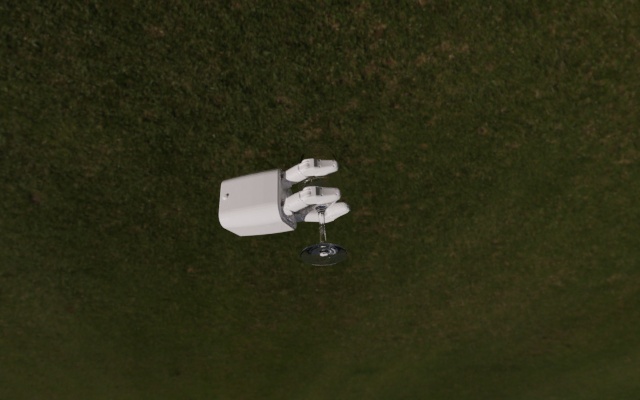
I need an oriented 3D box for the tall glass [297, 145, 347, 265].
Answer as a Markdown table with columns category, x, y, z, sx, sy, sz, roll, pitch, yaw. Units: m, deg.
| category | x | y | z | sx | sy | sz | roll | pitch | yaw |
| --- | --- | --- | --- | --- | --- | --- | --- | --- | --- |
| tall glass | 0.000 | 0.003 | 0.803 | 0.079 | 0.201 | 0.079 | -2 | -32 | -1 |
